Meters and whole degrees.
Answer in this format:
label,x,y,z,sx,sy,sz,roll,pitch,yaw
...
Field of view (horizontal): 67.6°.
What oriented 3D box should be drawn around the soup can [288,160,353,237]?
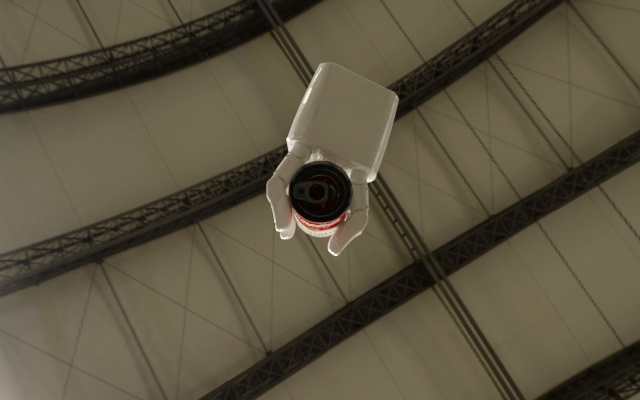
label,x,y,z,sx,sy,sz,roll,pitch,yaw
soup can,0.000,0.002,0.547,0.068,0.068,0.102,0,-13,0
